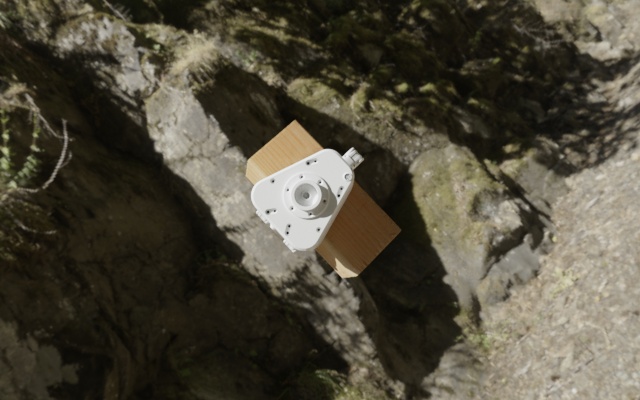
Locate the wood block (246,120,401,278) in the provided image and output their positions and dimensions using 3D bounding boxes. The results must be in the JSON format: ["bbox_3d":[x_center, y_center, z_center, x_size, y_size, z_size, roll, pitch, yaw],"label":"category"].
[{"bbox_3d":[0.000,0.002,0.667,0.091,0.206,0.090,-43,-1,-15],"label":"wood block"}]
